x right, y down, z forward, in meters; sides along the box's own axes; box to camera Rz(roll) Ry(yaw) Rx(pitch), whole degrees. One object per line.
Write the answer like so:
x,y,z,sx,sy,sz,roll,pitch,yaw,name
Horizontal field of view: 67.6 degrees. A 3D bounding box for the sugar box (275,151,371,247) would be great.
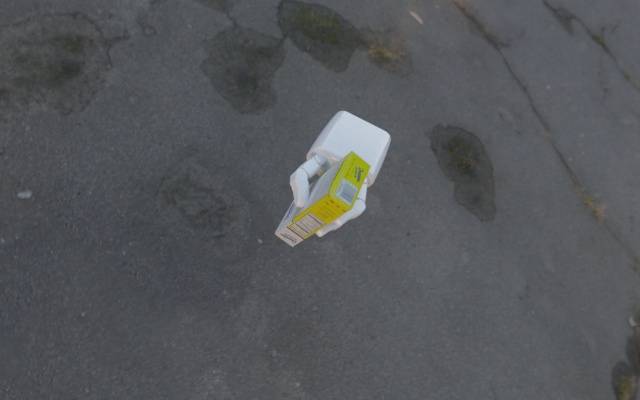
0.001,0.003,0.748,0.048,0.093,0.176,36,-36,-11,sugar box
